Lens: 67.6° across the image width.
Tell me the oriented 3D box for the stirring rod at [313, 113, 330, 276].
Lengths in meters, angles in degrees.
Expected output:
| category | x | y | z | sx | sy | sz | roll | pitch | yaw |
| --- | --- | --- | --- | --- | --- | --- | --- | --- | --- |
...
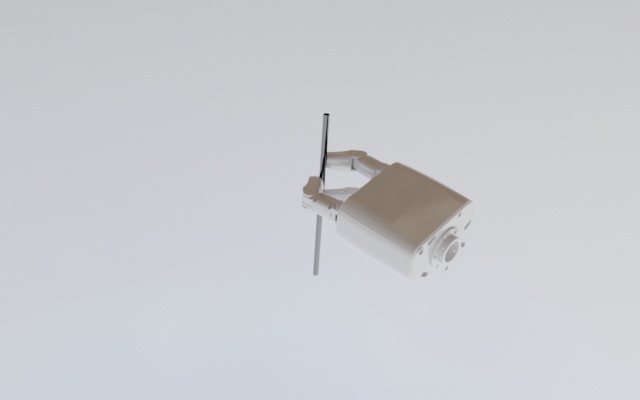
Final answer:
| category | x | y | z | sx | sy | sz | roll | pitch | yaw |
| --- | --- | --- | --- | --- | --- | --- | --- | --- | --- |
| stirring rod | 0.000 | 0.002 | 0.621 | 0.011 | 0.240 | 0.011 | 3 | 31 | -2 |
